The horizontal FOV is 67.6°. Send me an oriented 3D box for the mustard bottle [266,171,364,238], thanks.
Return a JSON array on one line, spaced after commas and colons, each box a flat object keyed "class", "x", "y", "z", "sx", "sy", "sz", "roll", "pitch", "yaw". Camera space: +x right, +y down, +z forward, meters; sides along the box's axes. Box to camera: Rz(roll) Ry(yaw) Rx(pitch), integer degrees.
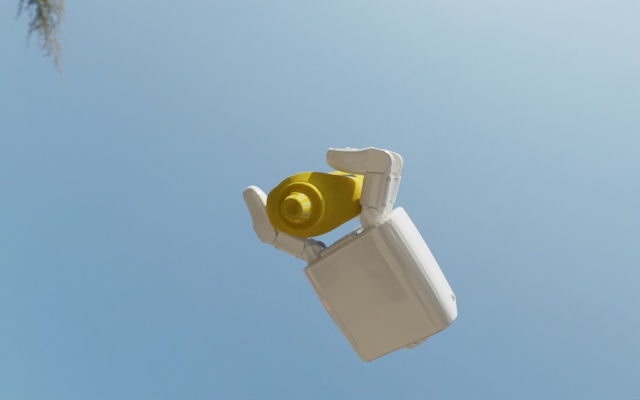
[{"class": "mustard bottle", "x": 0.000, "y": 0.001, "z": 0.467, "sx": 0.096, "sy": 0.058, "sz": 0.191, "roll": -8, "pitch": 2, "yaw": 14}]
